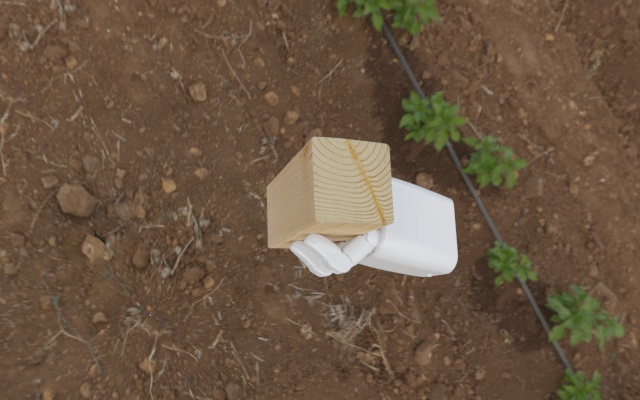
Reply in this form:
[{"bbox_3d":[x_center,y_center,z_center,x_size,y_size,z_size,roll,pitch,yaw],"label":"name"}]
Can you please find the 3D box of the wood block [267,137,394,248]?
[{"bbox_3d":[0.001,0.002,0.583,0.090,0.090,0.206,3,-14,-19],"label":"wood block"}]
